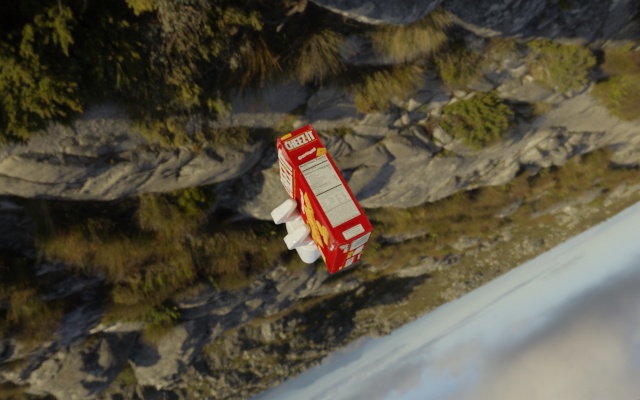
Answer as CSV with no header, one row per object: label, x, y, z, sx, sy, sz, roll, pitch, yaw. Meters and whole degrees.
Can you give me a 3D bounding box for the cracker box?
cracker box,0.000,0.003,0.826,0.072,0.213,0.164,-25,-20,-13
